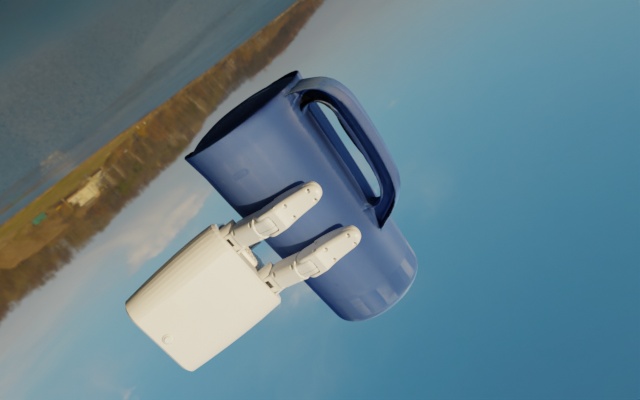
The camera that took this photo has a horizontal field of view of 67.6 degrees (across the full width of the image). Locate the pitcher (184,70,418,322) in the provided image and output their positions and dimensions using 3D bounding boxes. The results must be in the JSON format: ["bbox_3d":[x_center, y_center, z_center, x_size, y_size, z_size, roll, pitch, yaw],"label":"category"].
[{"bbox_3d":[0.000,0.002,0.472,0.145,0.243,0.149,-40,19,-5],"label":"pitcher"}]
